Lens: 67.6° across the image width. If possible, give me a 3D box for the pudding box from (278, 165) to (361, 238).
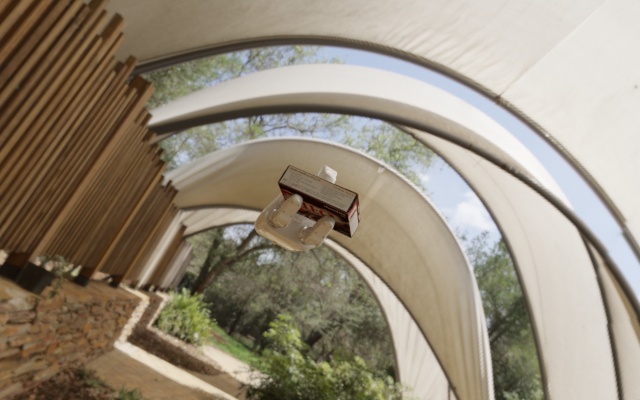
[{"bbox_3d":[0.000,0.002,0.687,0.113,0.039,0.090,22,-20,16],"label":"pudding box"}]
